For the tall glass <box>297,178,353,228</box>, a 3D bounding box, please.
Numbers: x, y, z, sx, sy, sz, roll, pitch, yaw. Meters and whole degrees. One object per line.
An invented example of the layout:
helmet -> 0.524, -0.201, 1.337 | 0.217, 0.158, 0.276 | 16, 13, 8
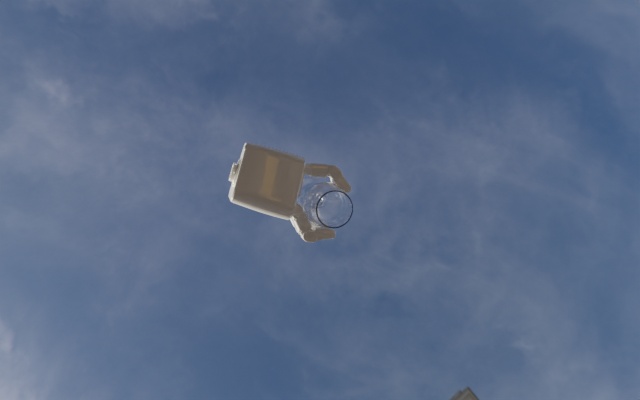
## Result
tall glass -> 0.000, 0.003, 0.858 | 0.079, 0.079, 0.201 | 0, 7, -14
